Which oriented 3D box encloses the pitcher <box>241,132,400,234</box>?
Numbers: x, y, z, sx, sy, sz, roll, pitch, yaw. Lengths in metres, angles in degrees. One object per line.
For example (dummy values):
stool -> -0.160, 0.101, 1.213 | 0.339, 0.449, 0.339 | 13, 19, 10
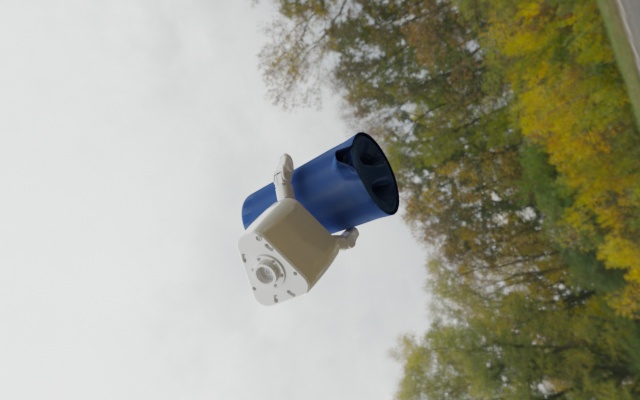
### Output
pitcher -> 0.000, 0.003, 0.772 | 0.243, 0.149, 0.145 | -23, 15, 29
